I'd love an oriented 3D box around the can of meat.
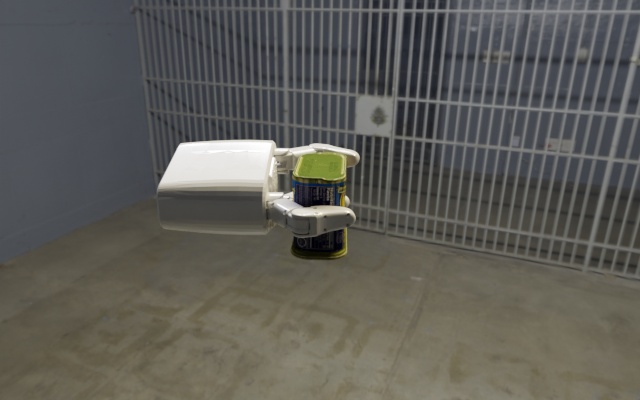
[{"bbox_3d":[0.000,0.001,0.498,0.057,0.084,0.102,1,21,3],"label":"can of meat"}]
